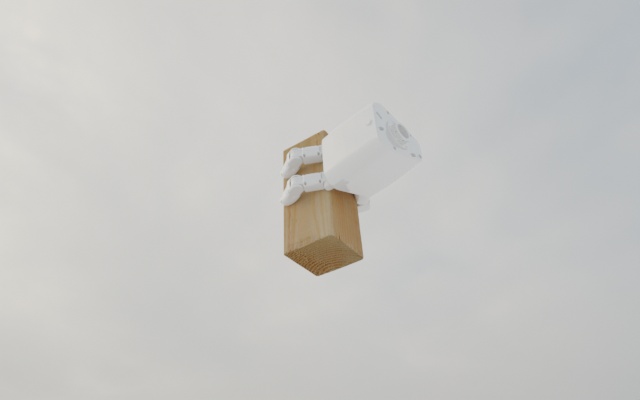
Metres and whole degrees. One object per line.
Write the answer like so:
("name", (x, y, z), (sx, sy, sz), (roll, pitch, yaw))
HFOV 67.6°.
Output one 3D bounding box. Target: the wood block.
("wood block", (0.001, 0.002, 0.768), (0.090, 0.206, 0.091), (-25, -42, 26))
